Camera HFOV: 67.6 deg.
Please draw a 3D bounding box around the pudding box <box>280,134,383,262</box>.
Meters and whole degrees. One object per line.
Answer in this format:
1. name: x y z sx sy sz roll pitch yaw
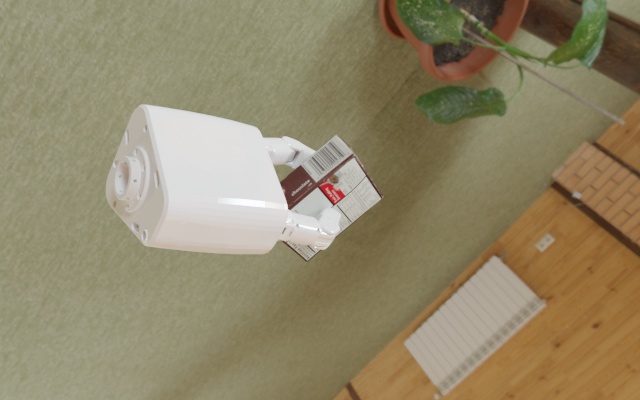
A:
1. pudding box: 0.000 0.002 0.489 0.113 0.039 0.090 -39 -38 2
